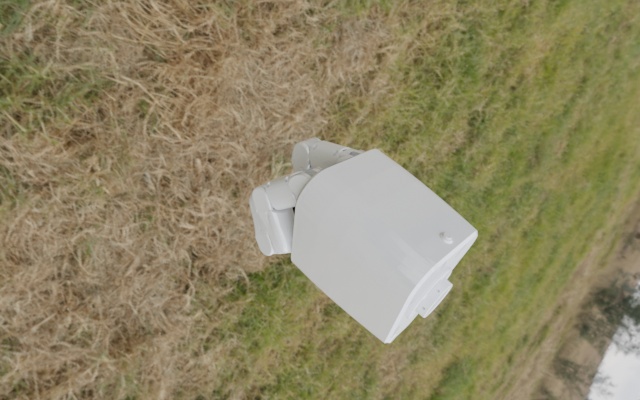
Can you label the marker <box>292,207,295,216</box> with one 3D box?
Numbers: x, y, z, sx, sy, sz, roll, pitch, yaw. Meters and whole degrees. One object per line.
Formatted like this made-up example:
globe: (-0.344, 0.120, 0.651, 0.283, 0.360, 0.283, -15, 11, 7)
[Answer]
marker: (0.000, 0.001, 0.450, 0.020, 0.020, 0.121, 0, 19, 44)
